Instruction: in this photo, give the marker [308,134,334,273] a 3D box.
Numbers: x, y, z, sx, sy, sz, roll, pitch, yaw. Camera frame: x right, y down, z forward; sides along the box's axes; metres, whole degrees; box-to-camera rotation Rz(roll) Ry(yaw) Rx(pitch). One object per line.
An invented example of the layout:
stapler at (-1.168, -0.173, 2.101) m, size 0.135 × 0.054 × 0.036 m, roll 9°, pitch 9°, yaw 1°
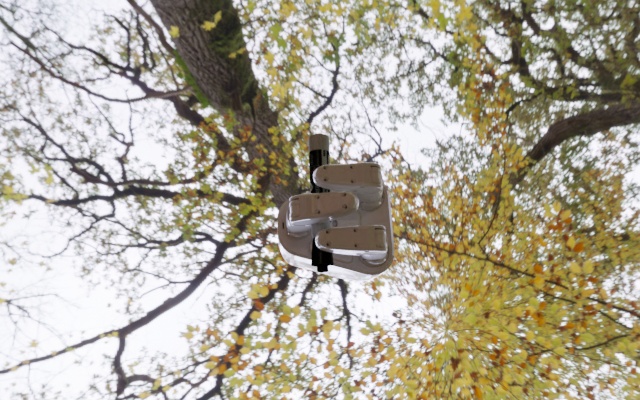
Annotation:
marker at (0.000, 0.001, 0.413) m, size 0.020 × 0.121 × 0.020 m, roll -2°, pitch -15°, yaw 0°
